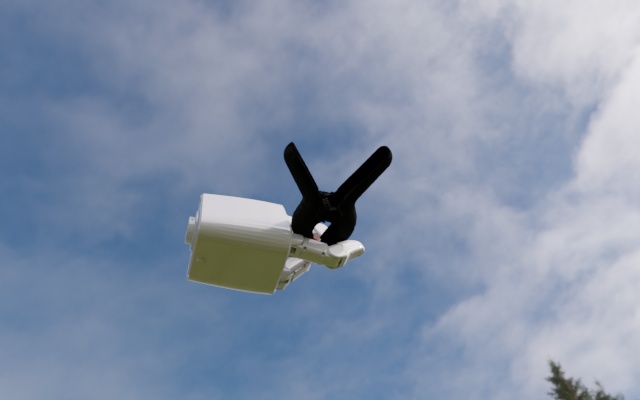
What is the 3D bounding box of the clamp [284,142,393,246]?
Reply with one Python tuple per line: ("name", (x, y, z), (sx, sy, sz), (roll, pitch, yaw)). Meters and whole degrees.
("clamp", (0.000, 0.002, 0.552), (0.120, 0.171, 0.039), (11, 33, -16))
